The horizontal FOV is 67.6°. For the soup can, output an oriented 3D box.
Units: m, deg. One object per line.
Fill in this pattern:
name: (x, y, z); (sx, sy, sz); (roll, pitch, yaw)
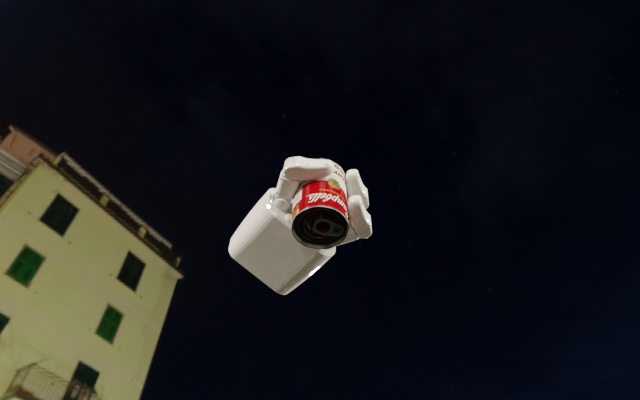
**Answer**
soup can: (0.000, 0.001, 0.596); (0.068, 0.069, 0.102); (0, 38, 1)
